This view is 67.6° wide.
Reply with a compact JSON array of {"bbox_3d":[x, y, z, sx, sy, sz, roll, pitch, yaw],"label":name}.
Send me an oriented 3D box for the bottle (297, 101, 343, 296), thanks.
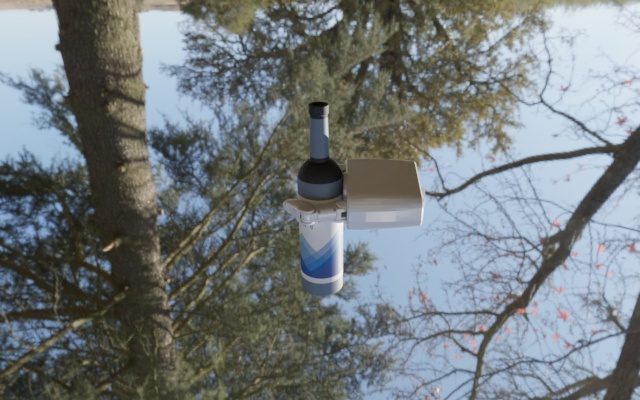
[{"bbox_3d":[0.000,0.003,0.706,0.069,0.296,0.069,-1,26,0],"label":"bottle"}]
